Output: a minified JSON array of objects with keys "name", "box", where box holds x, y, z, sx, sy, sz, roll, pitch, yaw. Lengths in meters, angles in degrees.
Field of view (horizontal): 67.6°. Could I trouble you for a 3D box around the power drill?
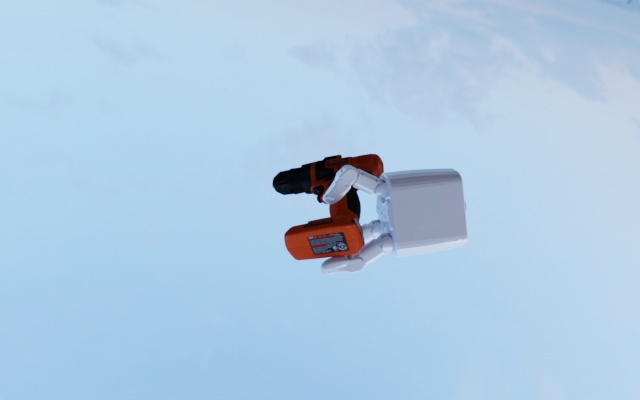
[{"name":"power drill","box":[0.000,0.003,0.709,0.184,0.057,0.187,-10,38,18]}]
